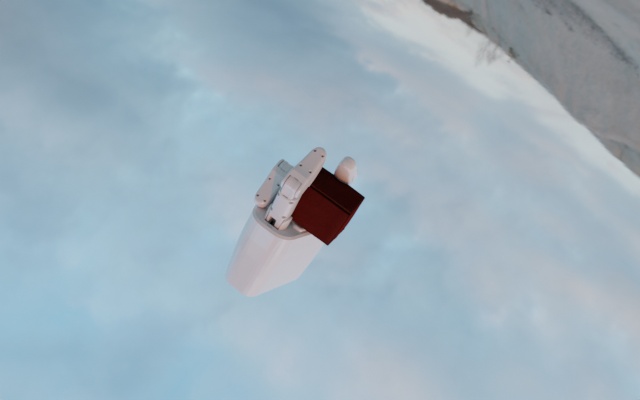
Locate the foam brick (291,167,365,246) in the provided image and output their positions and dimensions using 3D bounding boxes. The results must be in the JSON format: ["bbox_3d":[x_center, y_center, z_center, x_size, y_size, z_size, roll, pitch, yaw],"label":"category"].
[{"bbox_3d":[0.000,0.002,0.535,0.078,0.051,0.053,36,30,9],"label":"foam brick"}]
